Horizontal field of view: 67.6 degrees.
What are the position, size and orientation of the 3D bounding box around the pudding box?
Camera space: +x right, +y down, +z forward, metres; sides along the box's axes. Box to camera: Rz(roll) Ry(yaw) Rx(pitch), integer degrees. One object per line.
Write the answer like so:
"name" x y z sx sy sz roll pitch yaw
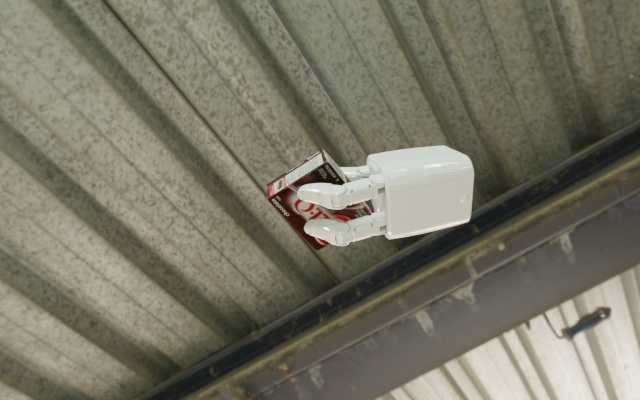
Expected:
"pudding box" 0.000 0.002 0.605 0.090 0.113 0.039 -32 32 14
